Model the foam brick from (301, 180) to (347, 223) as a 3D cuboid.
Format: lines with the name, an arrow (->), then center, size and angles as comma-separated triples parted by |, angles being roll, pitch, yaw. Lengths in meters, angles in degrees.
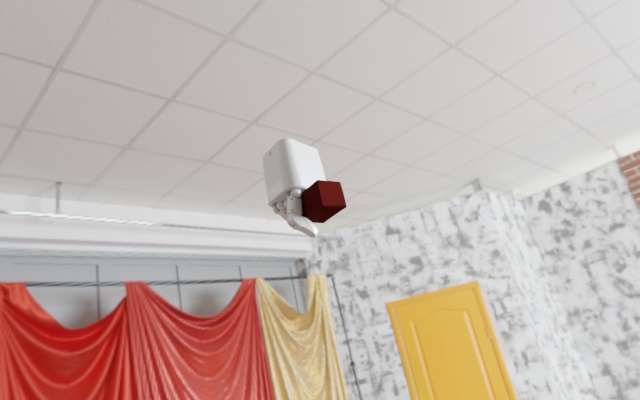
foam brick -> 0.000, 0.003, 0.857 | 0.053, 0.051, 0.078 | 4, -26, -34
